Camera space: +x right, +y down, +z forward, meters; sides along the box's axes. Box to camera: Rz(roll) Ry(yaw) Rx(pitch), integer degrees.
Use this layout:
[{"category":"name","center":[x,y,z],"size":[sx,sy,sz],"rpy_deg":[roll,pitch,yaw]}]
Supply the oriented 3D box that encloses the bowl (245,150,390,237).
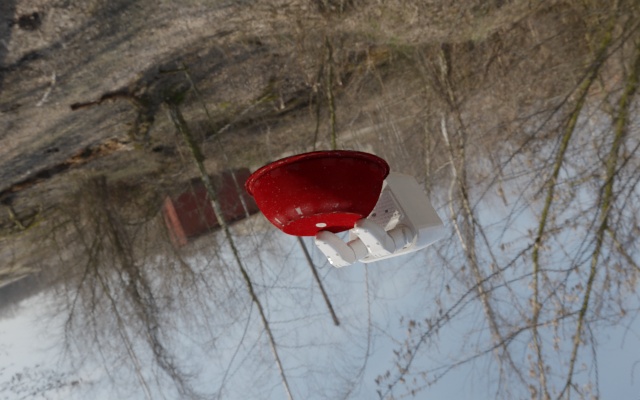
[{"category":"bowl","center":[-0.001,0.002,0.525],"size":[0.162,0.055,0.162],"rpy_deg":[-6,-18,-2]}]
